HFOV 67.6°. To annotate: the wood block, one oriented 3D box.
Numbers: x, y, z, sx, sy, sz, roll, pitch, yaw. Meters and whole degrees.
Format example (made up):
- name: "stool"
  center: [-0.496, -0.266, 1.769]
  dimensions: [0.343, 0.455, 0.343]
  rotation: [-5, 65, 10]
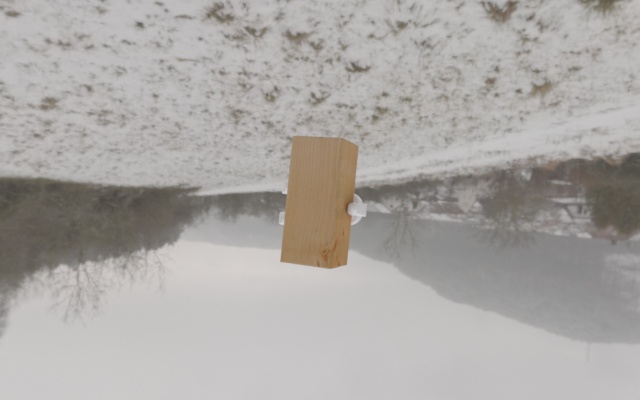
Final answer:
- name: "wood block"
  center: [0.001, 0.003, 0.796]
  dimensions: [0.091, 0.206, 0.090]
  rotation: [5, -1, 22]
